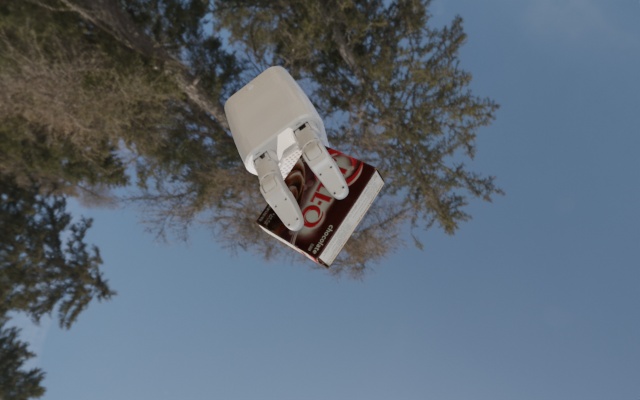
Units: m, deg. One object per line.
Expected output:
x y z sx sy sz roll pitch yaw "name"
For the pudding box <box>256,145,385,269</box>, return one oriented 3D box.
0.000 0.002 0.502 0.090 0.113 0.039 27 -9 35 "pudding box"
